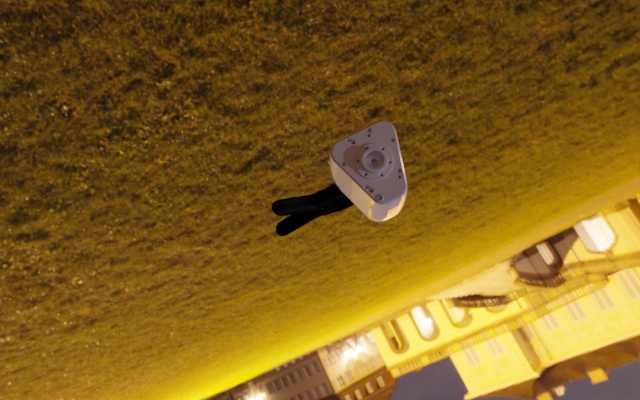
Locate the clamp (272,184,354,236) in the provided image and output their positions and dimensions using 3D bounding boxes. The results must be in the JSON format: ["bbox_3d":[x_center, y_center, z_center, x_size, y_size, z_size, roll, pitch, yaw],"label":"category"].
[{"bbox_3d":[0.001,0.003,0.742,0.171,0.039,0.120,-26,-13,-2],"label":"clamp"}]
